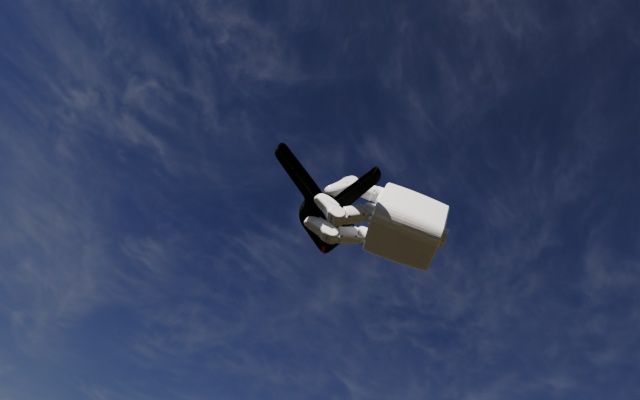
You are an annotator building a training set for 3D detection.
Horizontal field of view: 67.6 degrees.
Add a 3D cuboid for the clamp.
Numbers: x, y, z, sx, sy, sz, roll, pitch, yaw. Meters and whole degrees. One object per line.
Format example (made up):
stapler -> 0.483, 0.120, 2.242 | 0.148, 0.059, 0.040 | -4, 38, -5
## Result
clamp -> 0.001, 0.002, 0.761 | 0.164, 0.210, 0.036 | 21, 47, 12
